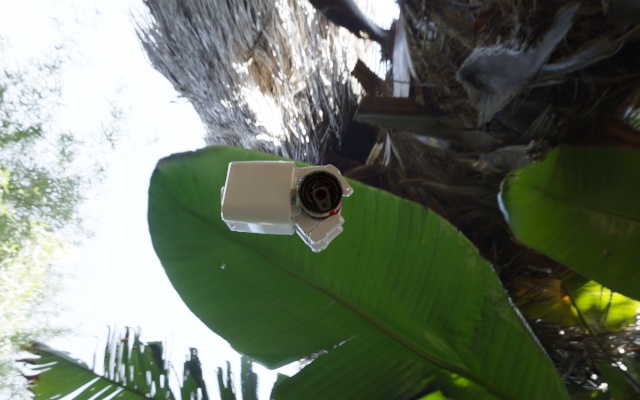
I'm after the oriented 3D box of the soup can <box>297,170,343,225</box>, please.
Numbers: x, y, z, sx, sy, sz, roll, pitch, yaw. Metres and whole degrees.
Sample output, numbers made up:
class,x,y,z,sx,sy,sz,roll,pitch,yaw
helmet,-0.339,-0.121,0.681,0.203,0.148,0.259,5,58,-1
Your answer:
class,x,y,z,sx,sy,sz,roll,pitch,yaw
soup can,0.001,0.002,0.751,0.068,0.068,0.102,0,-18,1
